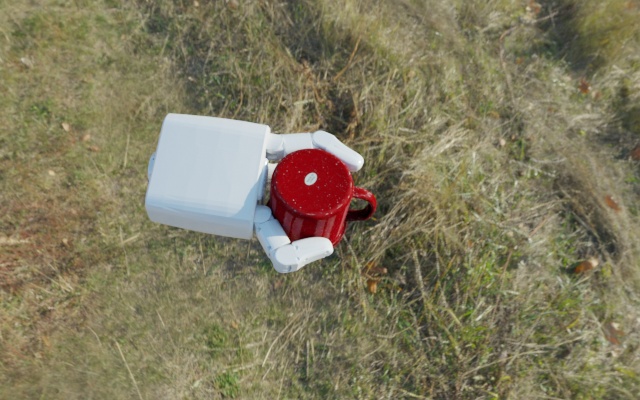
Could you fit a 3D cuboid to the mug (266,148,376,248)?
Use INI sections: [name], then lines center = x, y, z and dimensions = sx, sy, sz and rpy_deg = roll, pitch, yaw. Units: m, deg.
[mug]
center = 0.002, 0.002, 0.495
dimensions = 0.117, 0.093, 0.081
rpy_deg = 7, -30, -4
